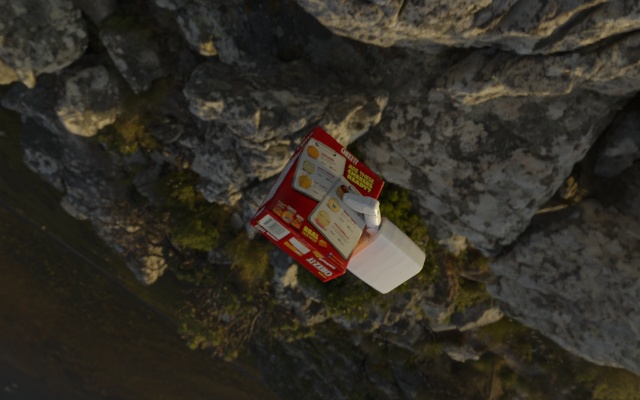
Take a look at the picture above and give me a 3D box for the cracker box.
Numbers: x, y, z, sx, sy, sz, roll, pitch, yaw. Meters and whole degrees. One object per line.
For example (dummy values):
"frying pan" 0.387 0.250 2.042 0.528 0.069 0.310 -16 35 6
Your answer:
"cracker box" 0.000 0.003 0.812 0.164 0.213 0.072 39 -40 -14
